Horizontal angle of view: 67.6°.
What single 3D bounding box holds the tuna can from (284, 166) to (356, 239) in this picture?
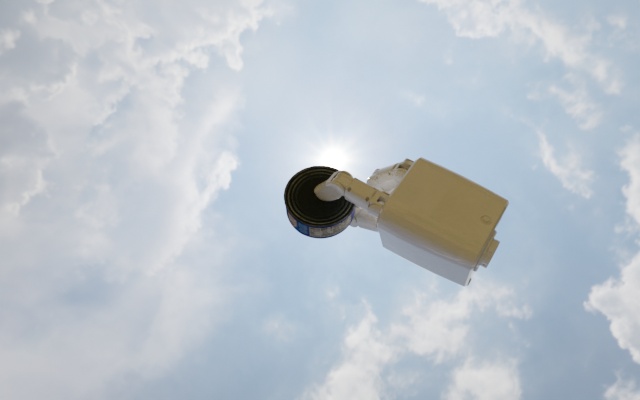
[{"bbox_3d":[0.000,0.002,0.571,0.086,0.086,0.034,0,-33,1],"label":"tuna can"}]
